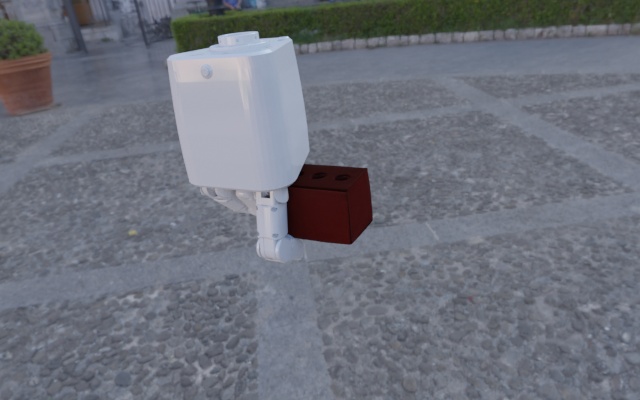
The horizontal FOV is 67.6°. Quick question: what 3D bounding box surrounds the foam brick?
[{"bbox_3d":[0.000,0.001,0.419,0.078,0.051,0.053,5,24,24],"label":"foam brick"}]
